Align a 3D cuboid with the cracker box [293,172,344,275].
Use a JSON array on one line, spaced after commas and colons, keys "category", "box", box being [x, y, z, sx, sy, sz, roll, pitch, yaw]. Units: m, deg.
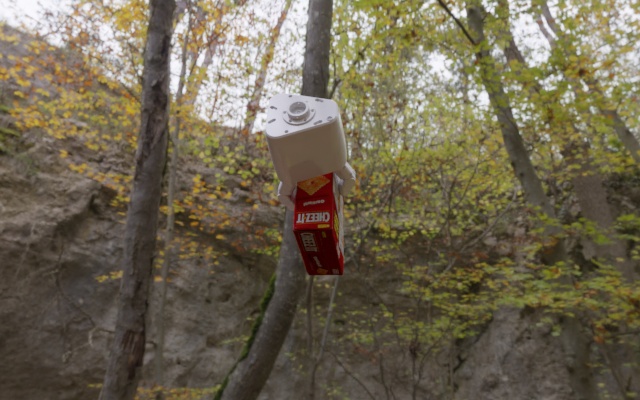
[{"category": "cracker box", "box": [0.000, 0.003, 0.847, 0.072, 0.213, 0.164, -3, -35, 8]}]
